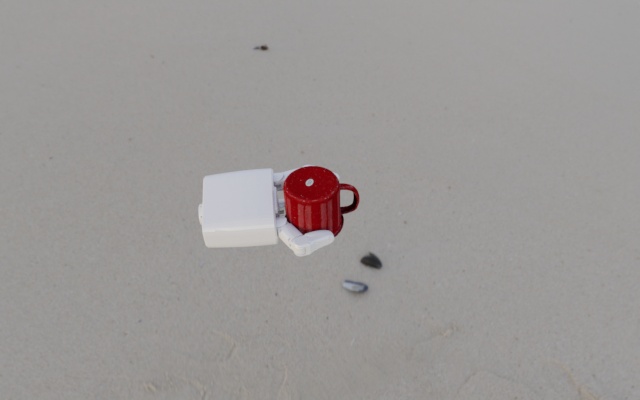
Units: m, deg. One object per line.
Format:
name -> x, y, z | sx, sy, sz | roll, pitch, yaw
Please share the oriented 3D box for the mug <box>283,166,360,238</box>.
mug -> 0.002, 0.002, 0.705 | 0.117, 0.082, 0.093 | -6, 44, -3
